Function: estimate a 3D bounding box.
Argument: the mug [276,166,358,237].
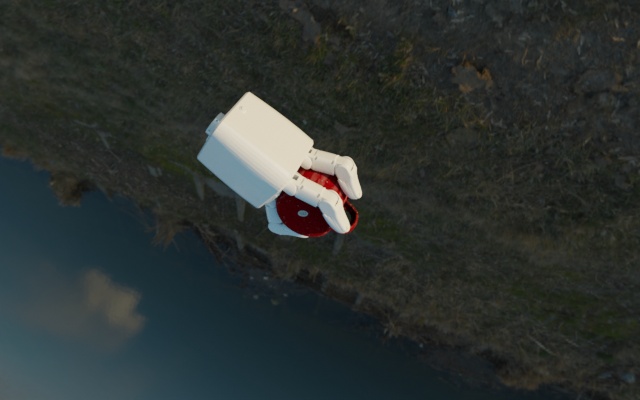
[{"bbox_3d":[0.001,0.003,0.648,0.117,0.081,0.093,38,-45,-11],"label":"mug"}]
